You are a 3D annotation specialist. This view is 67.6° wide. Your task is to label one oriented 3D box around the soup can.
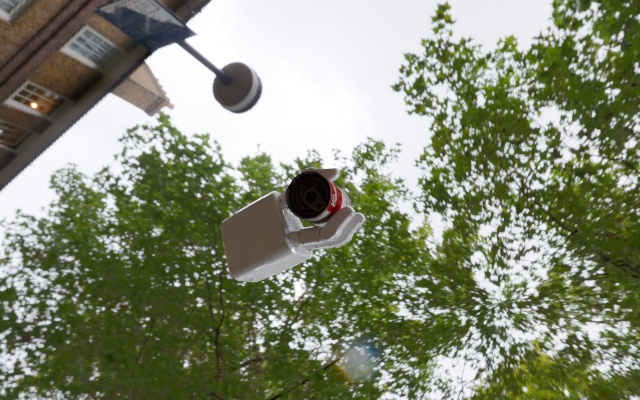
[{"bbox_3d":[0.001,0.002,0.702,0.068,0.068,0.102,0,-11,20],"label":"soup can"}]
